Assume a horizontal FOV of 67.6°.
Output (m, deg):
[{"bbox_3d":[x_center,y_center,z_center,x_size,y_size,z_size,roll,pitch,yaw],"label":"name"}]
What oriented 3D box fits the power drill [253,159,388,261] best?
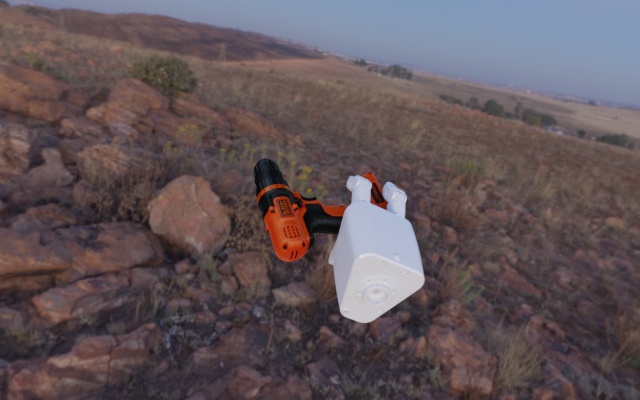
[{"bbox_3d":[0.001,0.002,0.717,0.187,0.184,0.057,-6,-39,-19],"label":"power drill"}]
